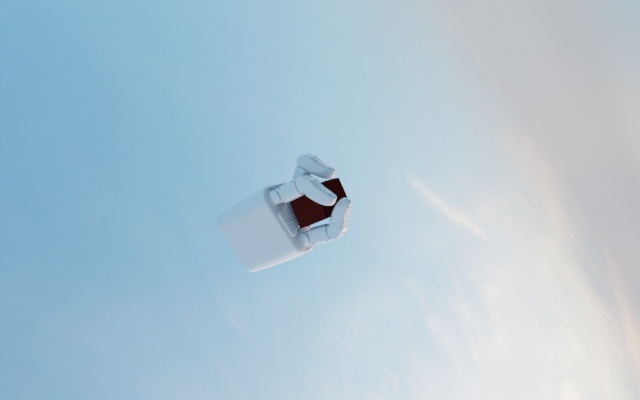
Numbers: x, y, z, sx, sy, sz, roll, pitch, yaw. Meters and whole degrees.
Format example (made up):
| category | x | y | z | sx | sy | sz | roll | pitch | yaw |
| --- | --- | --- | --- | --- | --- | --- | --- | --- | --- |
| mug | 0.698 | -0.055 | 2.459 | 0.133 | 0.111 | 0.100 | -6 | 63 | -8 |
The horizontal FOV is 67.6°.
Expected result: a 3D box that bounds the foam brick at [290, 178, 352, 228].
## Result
| category | x | y | z | sx | sy | sz | roll | pitch | yaw |
| --- | --- | --- | --- | --- | --- | --- | --- | --- | --- |
| foam brick | 0.000 | 0.002 | 0.702 | 0.051 | 0.053 | 0.078 | -23 | -3 | 29 |
